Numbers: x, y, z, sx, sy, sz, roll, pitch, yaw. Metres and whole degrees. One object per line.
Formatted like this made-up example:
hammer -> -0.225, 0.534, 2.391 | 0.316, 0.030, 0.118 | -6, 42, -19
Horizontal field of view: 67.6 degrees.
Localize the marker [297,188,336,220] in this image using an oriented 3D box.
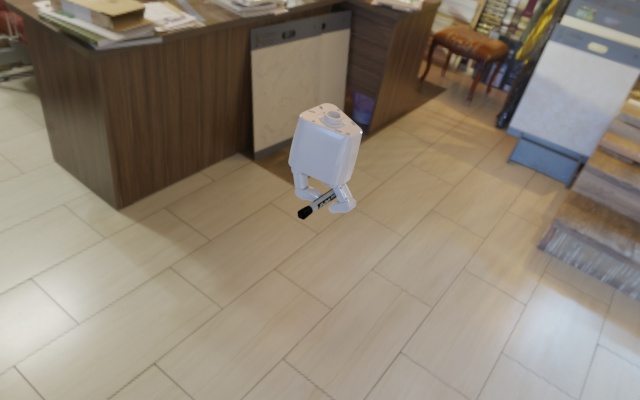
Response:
marker -> 0.000, 0.003, 0.867 | 0.020, 0.020, 0.121 | 0, 24, 42
